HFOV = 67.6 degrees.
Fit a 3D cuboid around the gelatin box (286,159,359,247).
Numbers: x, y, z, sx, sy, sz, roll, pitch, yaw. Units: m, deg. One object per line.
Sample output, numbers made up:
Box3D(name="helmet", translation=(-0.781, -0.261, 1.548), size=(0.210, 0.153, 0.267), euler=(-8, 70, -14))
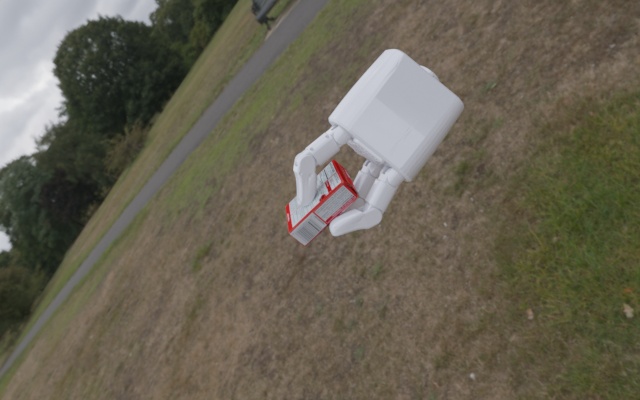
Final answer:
Box3D(name="gelatin box", translation=(0.000, 0.002, 0.562), size=(0.030, 0.089, 0.073), euler=(42, 12, -22))
